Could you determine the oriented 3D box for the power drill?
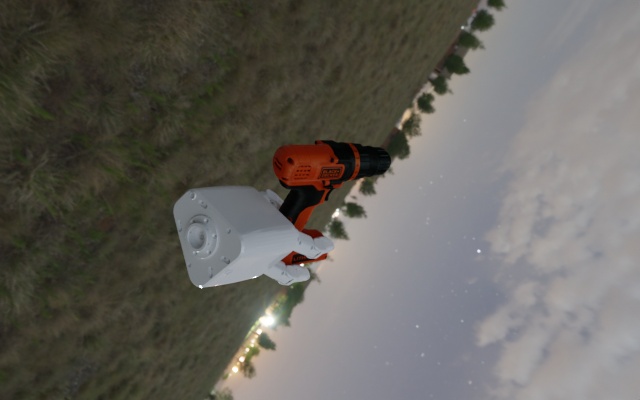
[{"bbox_3d":[0.000,0.003,0.668,0.184,0.188,0.057,-3,37,-35],"label":"power drill"}]
